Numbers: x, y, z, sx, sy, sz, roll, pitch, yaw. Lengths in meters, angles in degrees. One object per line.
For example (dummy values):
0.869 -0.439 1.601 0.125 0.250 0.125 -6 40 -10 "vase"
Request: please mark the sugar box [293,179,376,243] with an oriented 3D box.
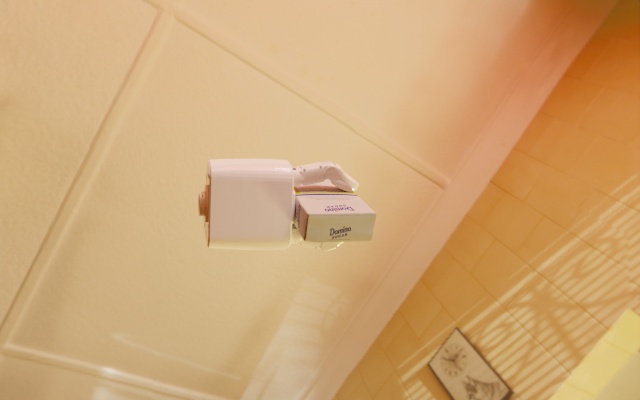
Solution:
0.000 0.003 0.663 0.093 0.048 0.176 0 24 -18 "sugar box"
